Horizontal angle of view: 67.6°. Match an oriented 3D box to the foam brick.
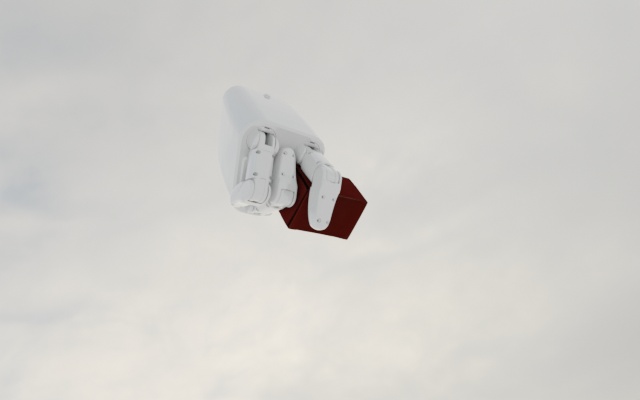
[{"bbox_3d":[0.000,0.002,0.512,0.078,0.053,0.051,14,26,-33],"label":"foam brick"}]
